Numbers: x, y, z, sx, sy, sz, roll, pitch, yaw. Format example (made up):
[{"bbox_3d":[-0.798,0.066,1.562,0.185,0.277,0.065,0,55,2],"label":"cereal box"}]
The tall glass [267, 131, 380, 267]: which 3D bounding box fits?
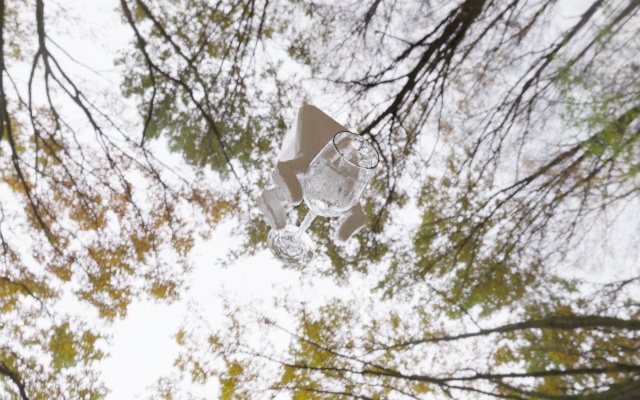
[{"bbox_3d":[0.000,0.003,0.622,0.079,0.079,0.201,0,-38,-33],"label":"tall glass"}]
